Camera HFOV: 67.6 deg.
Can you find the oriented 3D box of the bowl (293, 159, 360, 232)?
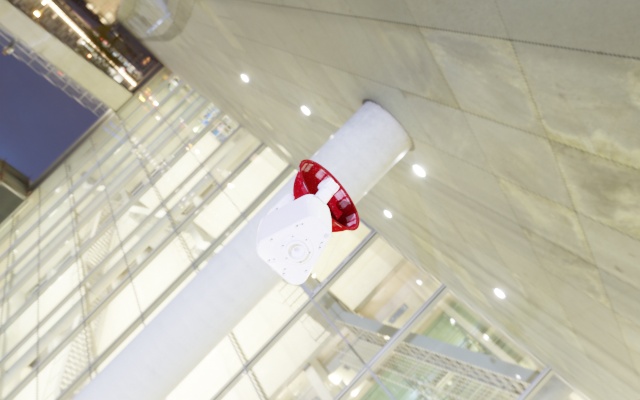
[{"bbox_3d":[0.000,0.003,0.888,0.055,0.162,0.162,-39,-17,23],"label":"bowl"}]
